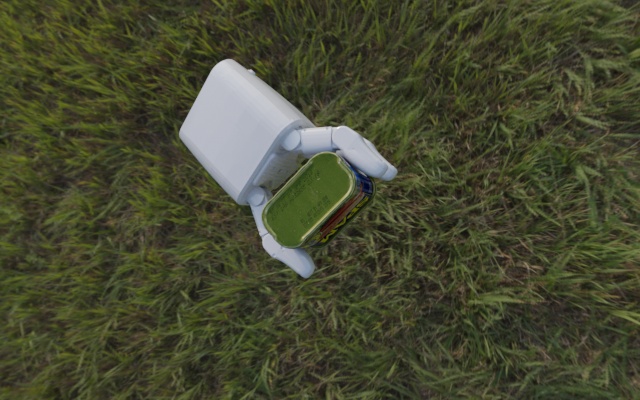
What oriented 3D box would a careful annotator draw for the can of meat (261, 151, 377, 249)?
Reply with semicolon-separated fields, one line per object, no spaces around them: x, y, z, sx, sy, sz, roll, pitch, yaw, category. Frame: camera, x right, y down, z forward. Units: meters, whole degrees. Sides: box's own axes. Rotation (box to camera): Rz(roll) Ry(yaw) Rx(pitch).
0.000;0.002;0.468;0.102;0.057;0.084;-45;-15;11;can of meat
